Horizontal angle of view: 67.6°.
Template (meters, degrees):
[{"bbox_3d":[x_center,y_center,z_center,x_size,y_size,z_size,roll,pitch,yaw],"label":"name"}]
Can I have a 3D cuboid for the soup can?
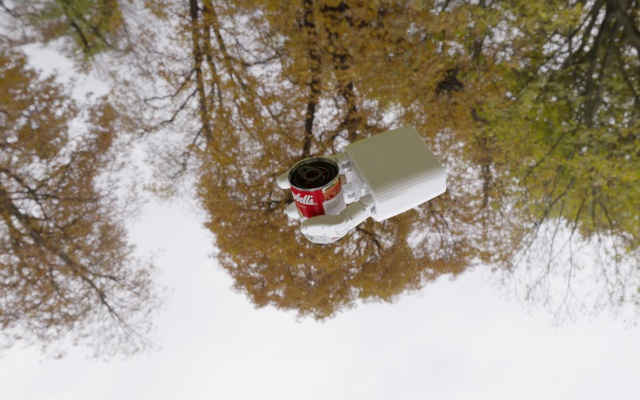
[{"bbox_3d":[0.000,0.003,0.649,0.068,0.102,0.068,-8,40,7],"label":"soup can"}]
